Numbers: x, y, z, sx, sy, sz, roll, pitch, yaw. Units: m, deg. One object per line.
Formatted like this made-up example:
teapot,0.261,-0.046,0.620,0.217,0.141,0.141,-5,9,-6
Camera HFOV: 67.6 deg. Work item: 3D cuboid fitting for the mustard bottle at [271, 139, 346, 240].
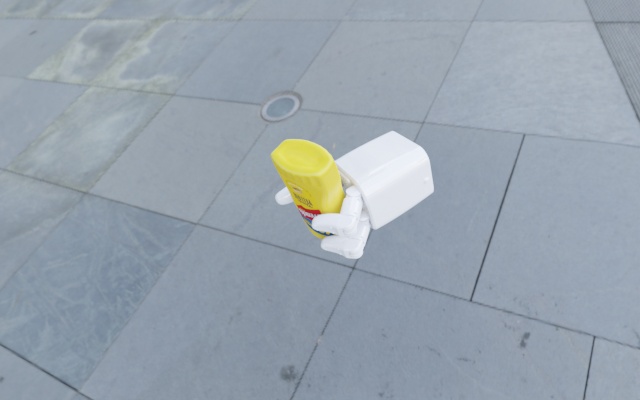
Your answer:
mustard bottle,0.000,0.002,0.680,0.096,0.058,0.192,24,-27,35
